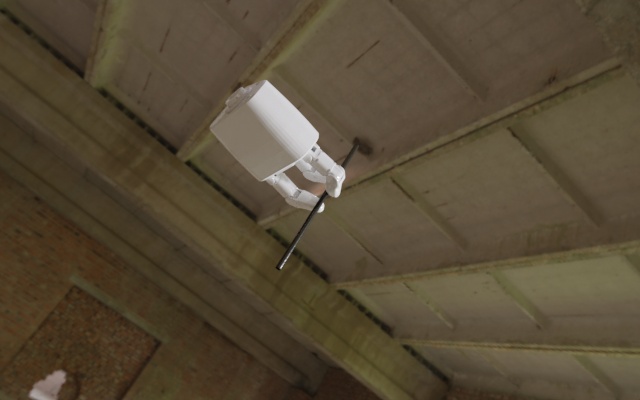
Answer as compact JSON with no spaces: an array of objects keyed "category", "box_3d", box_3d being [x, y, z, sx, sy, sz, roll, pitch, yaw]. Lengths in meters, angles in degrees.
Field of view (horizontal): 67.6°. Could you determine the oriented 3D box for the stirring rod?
[{"category":"stirring rod","box_3d":[0.000,0.002,0.697,0.011,0.239,0.011,25,-29,15]}]
